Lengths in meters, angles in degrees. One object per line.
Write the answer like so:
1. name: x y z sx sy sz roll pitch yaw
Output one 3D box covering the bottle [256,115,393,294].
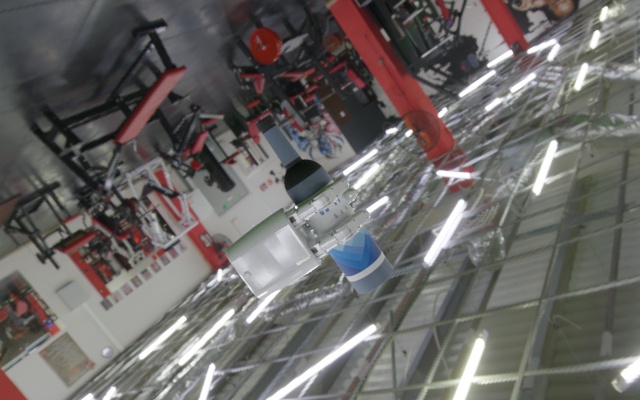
1. bottle: 0.000 0.002 0.711 0.069 0.296 0.069 -34 7 5
